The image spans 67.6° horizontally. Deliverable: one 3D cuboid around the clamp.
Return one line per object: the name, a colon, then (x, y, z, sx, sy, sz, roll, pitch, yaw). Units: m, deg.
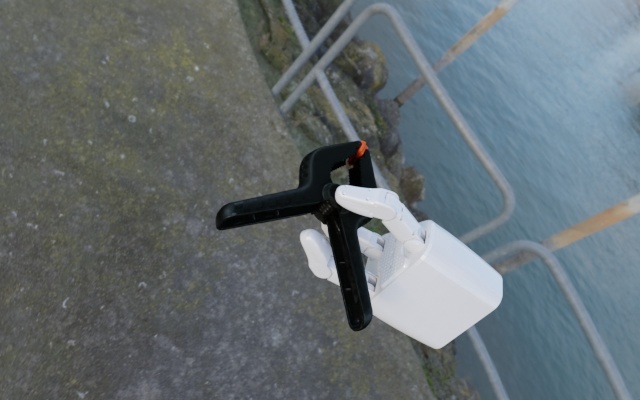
clamp: (0.001, 0.001, 0.470, 0.164, 0.209, 0.036, 34, -45, -15)
